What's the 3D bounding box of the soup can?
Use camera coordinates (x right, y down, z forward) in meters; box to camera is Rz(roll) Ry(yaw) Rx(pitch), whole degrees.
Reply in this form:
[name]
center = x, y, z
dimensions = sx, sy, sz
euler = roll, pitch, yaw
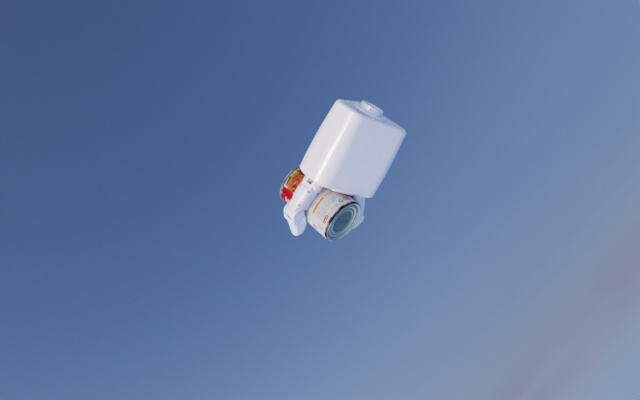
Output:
[soup can]
center = 0.000, 0.003, 0.681
dimensions = 0.102, 0.068, 0.068
euler = 40, 23, 31
